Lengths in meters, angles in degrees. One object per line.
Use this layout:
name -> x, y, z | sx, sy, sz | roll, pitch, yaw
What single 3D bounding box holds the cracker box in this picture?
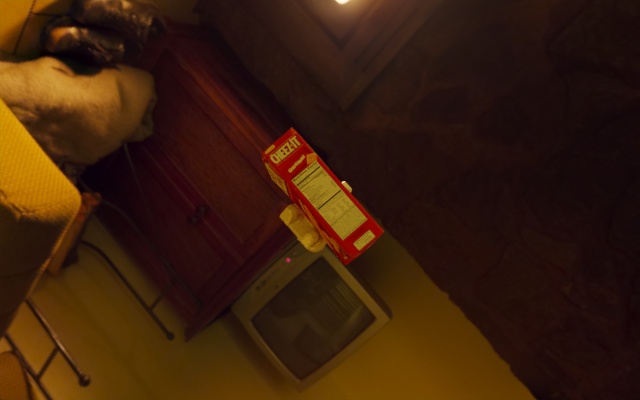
cracker box -> 0.000, 0.003, 0.783 | 0.072, 0.213, 0.164 | -40, -7, -7
